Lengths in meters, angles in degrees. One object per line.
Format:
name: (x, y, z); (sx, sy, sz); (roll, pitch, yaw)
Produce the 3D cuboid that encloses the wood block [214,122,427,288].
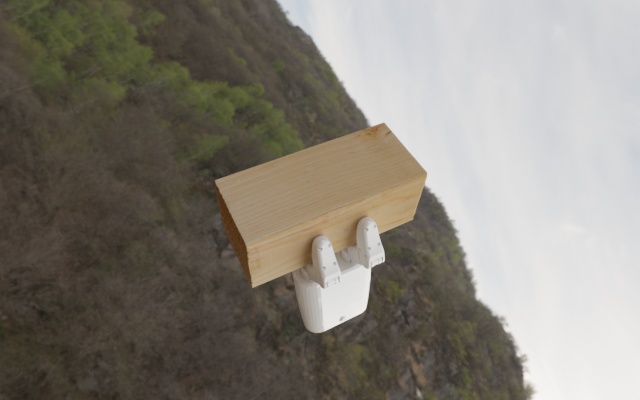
wood block: (0.000, 0.002, 0.529); (0.206, 0.090, 0.090); (-21, -34, -18)
